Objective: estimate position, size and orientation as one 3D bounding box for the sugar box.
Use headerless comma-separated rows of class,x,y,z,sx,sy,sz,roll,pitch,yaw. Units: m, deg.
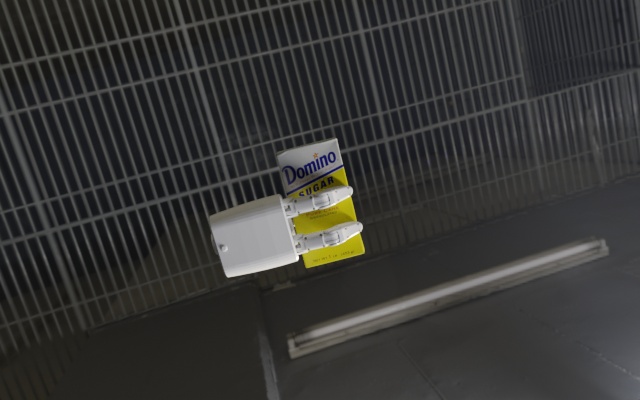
sugar box,0.000,0.003,0.710,0.093,0.176,0.048,-15,10,0
